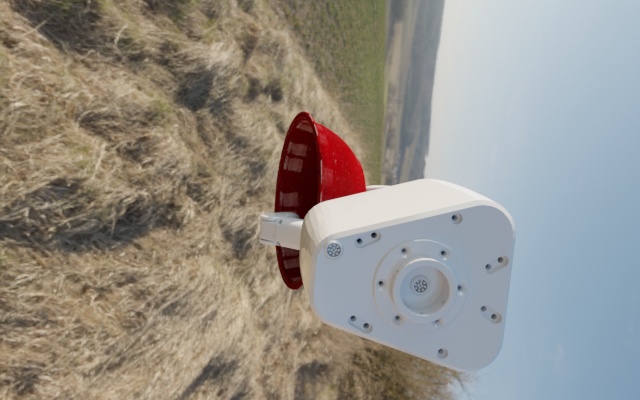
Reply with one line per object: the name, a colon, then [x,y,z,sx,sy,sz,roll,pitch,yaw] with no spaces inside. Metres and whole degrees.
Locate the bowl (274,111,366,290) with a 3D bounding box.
bowl: [0.000,0.001,0.446,0.055,0.162,0.162,3,-1,-18]
